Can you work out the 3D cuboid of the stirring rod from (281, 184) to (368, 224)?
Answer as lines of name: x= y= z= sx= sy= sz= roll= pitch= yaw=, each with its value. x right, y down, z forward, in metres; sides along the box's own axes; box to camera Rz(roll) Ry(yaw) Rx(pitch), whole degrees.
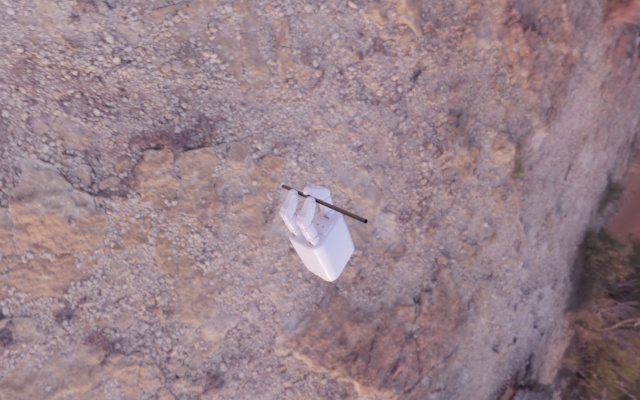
stirring rod: x=0.000 y=0.003 z=0.897 sx=0.011 sy=0.011 sz=0.239 roll=0 pitch=16 yaw=-42
